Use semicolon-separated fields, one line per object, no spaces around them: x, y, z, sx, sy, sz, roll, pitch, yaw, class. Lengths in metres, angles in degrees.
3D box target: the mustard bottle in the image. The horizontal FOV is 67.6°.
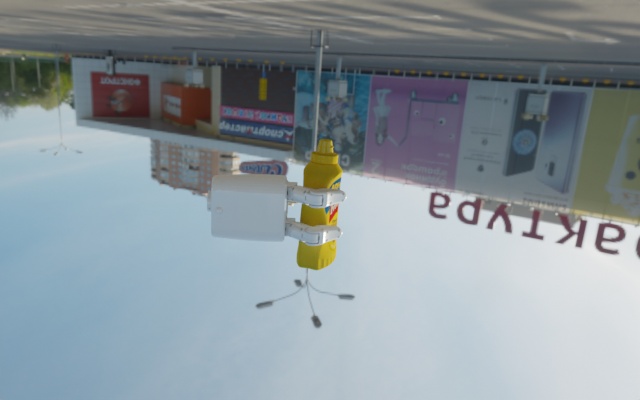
0.000;0.003;0.730;0.058;0.192;0.096;9;16;17;mustard bottle
